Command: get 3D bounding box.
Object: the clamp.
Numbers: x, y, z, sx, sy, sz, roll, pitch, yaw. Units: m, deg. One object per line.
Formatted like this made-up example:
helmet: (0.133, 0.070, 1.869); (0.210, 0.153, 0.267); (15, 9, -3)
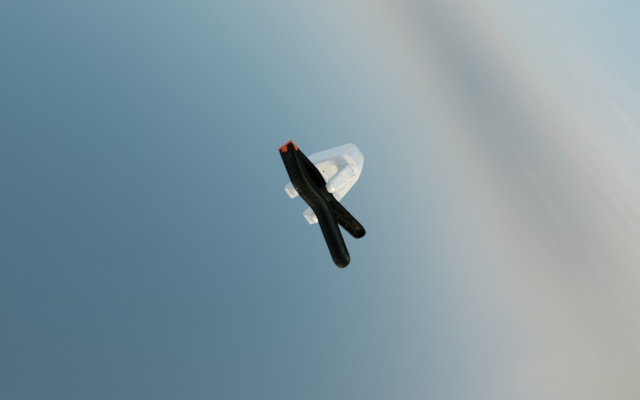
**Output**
clamp: (0.000, 0.002, 0.746); (0.036, 0.210, 0.164); (-33, 10, 18)
